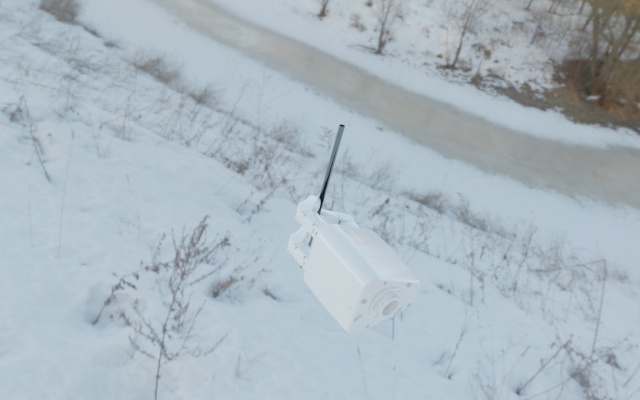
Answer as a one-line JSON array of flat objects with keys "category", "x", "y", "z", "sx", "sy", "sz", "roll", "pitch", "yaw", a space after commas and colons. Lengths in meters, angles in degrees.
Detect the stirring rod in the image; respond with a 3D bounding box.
[{"category": "stirring rod", "x": 0.000, "y": 0.002, "z": 0.688, "sx": 0.011, "sy": 0.240, "sz": 0.011, "roll": 12, "pitch": 29, "yaw": -7}]
